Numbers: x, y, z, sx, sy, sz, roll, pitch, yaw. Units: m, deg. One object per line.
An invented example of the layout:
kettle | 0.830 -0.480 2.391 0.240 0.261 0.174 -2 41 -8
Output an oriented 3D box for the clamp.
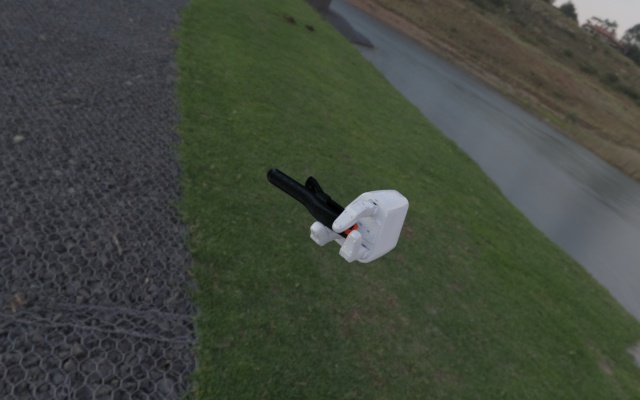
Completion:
clamp | 0.000 0.002 0.791 0.171 0.039 0.120 41 24 22
